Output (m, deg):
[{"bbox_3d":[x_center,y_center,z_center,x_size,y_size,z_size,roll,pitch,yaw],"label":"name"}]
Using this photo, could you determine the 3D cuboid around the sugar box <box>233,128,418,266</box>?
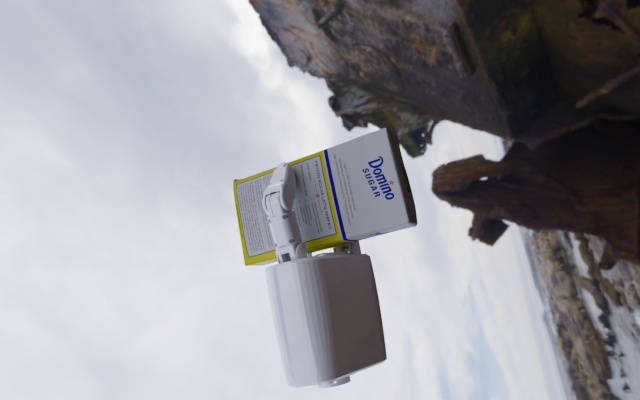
[{"bbox_3d":[0.000,0.002,0.474,0.176,0.093,0.048,-16,-12,21],"label":"sugar box"}]
